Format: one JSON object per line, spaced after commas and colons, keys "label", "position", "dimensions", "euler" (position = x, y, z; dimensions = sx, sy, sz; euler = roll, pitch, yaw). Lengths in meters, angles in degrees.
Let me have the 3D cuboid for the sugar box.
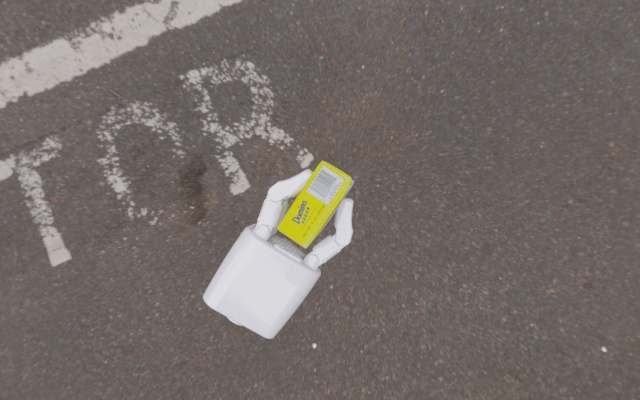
{"label": "sugar box", "position": [0.000, 0.002, 0.600], "dimensions": [0.048, 0.093, 0.176], "euler": [34, 3, 1]}
